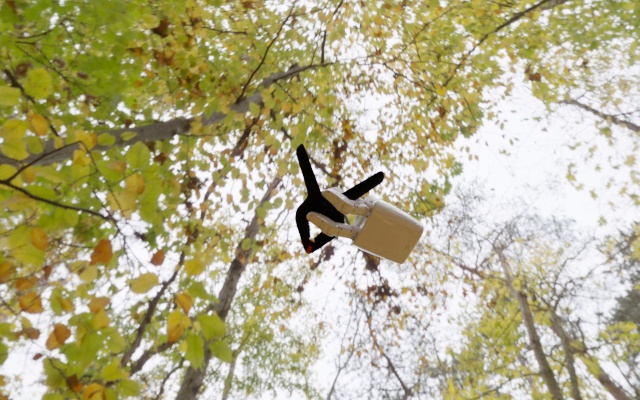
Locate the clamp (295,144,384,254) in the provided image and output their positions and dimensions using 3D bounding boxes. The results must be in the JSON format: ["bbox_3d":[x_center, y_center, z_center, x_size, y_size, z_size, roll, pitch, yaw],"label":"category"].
[{"bbox_3d":[0.000,0.003,0.888,0.164,0.210,0.036,25,24,-5],"label":"clamp"}]
